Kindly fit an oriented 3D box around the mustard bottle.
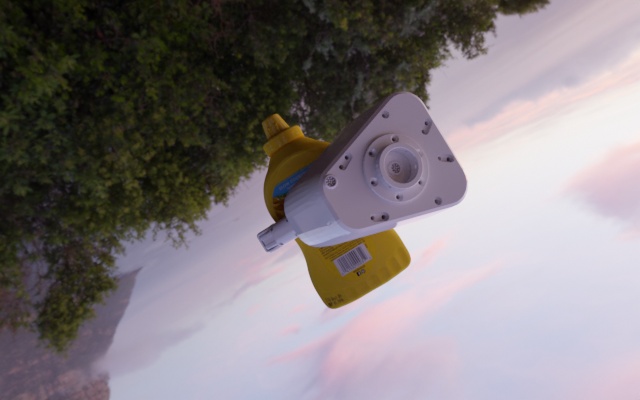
[{"bbox_3d":[0.000,0.002,0.464,0.096,0.191,0.058,-31,1,7],"label":"mustard bottle"}]
